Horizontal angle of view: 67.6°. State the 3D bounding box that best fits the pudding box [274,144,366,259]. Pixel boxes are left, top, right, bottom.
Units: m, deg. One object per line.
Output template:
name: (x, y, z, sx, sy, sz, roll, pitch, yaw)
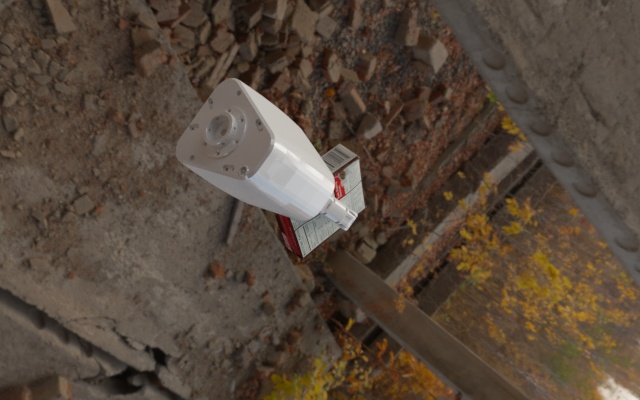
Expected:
pudding box: (0.000, 0.002, 0.559, 0.113, 0.090, 0.039, -36, 51, -21)
